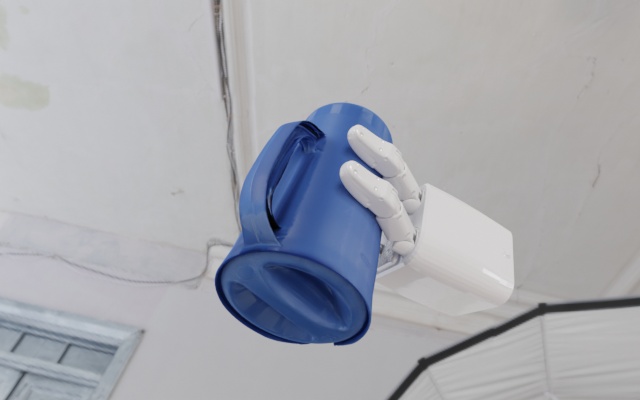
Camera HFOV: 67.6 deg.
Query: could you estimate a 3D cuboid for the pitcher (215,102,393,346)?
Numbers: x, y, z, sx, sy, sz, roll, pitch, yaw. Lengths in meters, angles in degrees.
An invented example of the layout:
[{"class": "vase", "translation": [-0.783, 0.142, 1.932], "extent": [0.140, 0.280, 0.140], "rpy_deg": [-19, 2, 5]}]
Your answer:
[{"class": "pitcher", "translation": [0.000, 0.002, 0.464], "extent": [0.145, 0.242, 0.149], "rpy_deg": [27, -45, -8]}]
